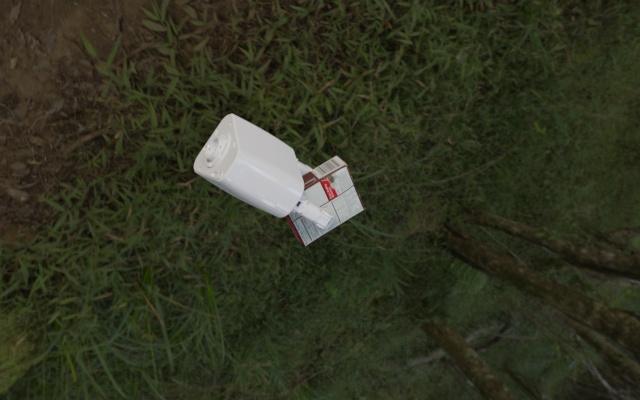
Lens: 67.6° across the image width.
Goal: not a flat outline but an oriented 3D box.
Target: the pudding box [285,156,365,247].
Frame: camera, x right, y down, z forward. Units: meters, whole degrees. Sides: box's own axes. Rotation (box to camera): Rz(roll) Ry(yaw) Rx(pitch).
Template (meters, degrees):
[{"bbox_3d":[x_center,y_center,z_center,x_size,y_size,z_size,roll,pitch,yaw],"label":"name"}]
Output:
[{"bbox_3d":[0.000,0.002,0.702,0.113,0.090,0.039,-30,35,-8],"label":"pudding box"}]
